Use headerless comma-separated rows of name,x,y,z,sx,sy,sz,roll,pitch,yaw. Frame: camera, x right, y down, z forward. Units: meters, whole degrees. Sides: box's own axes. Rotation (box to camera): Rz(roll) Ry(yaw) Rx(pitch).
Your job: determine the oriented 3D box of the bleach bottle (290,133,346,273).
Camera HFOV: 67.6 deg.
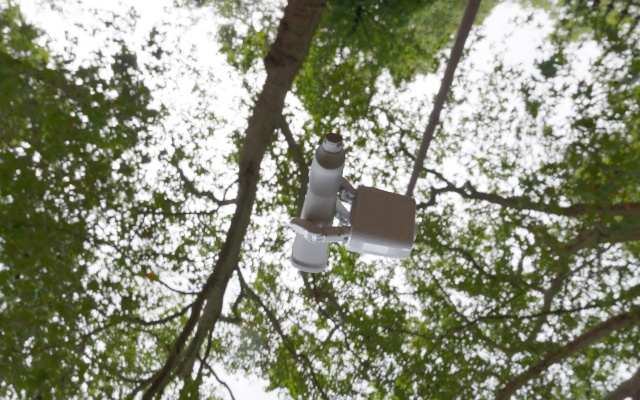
bleach bottle,0.000,0.003,0.811,0.068,0.251,0.102,11,39,-1
